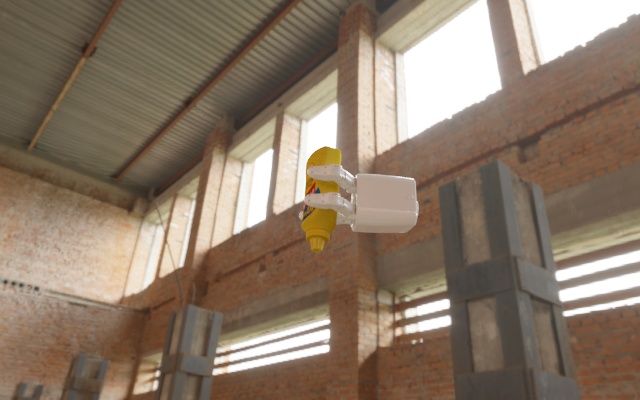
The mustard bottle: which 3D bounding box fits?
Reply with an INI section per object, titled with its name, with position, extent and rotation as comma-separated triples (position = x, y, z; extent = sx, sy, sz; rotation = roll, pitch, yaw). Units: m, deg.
[mustard bottle]
position = 0.000, 0.003, 0.862
extent = 0.058, 0.191, 0.096
rotation = 16, -31, -20
